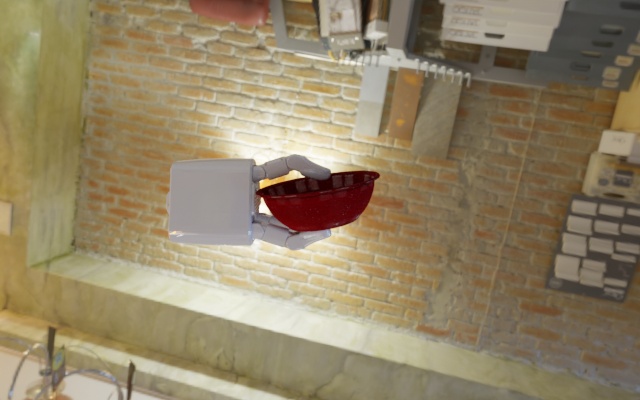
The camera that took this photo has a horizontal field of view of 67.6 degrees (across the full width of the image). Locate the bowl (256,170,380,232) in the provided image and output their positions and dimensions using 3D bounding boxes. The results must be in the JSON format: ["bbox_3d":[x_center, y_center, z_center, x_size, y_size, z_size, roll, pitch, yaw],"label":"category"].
[{"bbox_3d":[0.001,0.002,0.620,0.162,0.055,0.162,-9,10,2],"label":"bowl"}]
